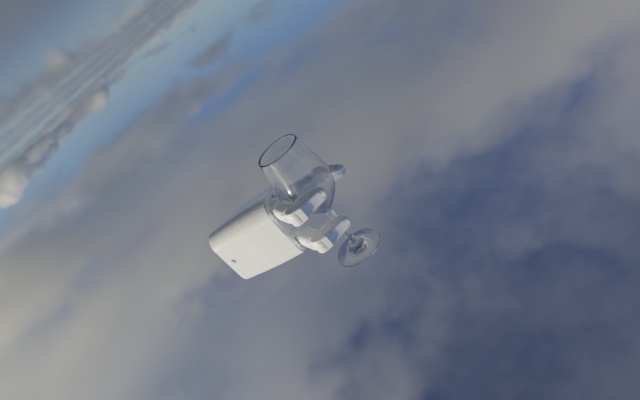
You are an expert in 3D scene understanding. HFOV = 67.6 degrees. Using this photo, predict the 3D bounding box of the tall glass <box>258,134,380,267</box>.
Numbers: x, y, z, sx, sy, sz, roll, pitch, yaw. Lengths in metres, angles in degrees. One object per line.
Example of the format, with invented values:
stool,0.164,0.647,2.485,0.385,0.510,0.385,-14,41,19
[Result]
tall glass,0.001,0.003,0.664,0.079,0.079,0.201,0,-43,51
